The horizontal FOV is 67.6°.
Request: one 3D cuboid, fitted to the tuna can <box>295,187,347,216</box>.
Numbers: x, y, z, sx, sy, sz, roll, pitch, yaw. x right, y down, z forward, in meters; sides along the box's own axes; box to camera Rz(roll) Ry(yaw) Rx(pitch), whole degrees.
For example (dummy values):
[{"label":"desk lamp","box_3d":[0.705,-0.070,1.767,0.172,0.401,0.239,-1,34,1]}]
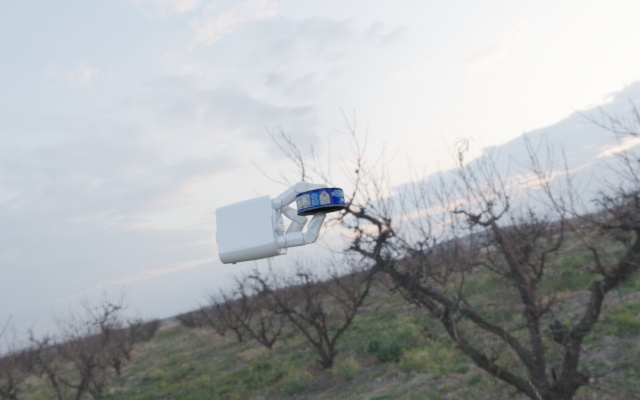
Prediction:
[{"label":"tuna can","box_3d":[0.000,0.002,0.820,0.086,0.033,0.086,-8,-9,-1]}]
